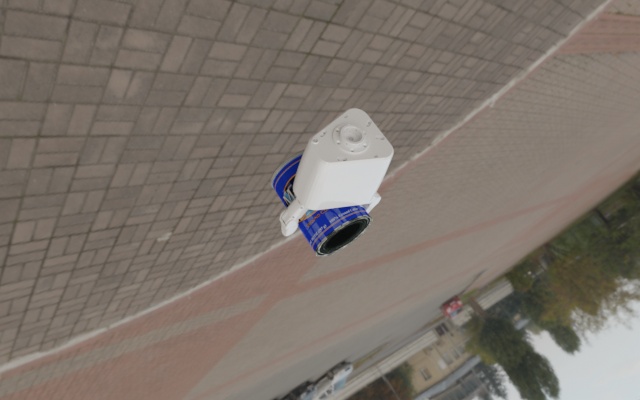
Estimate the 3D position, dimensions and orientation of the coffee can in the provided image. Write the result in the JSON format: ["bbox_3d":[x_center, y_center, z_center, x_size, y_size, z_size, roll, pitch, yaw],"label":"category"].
[{"bbox_3d":[0.000,0.002,0.749,0.103,0.140,0.103,-29,-22,-13],"label":"coffee can"}]
